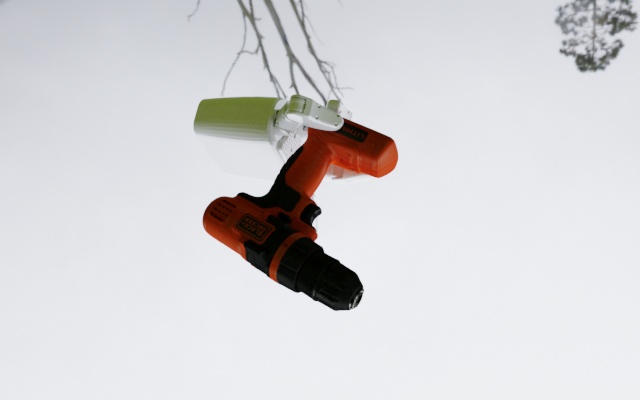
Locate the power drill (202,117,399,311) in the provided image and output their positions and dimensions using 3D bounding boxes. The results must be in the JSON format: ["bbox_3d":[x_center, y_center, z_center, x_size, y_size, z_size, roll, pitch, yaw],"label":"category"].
[{"bbox_3d":[0.000,0.001,0.483,0.184,0.187,0.057,28,-28,24],"label":"power drill"}]
